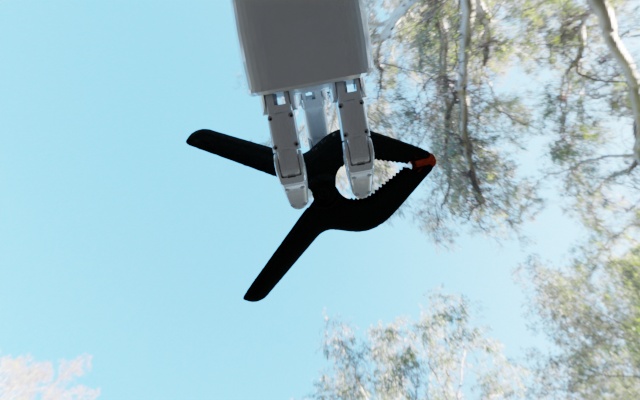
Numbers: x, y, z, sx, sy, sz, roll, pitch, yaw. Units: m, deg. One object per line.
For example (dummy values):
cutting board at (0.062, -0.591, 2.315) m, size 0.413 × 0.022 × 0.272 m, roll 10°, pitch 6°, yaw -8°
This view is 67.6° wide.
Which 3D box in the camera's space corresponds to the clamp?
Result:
clamp at (0.001, 0.001, 0.430) m, size 0.210 × 0.164 × 0.036 m, roll -10°, pitch 14°, yaw 0°
